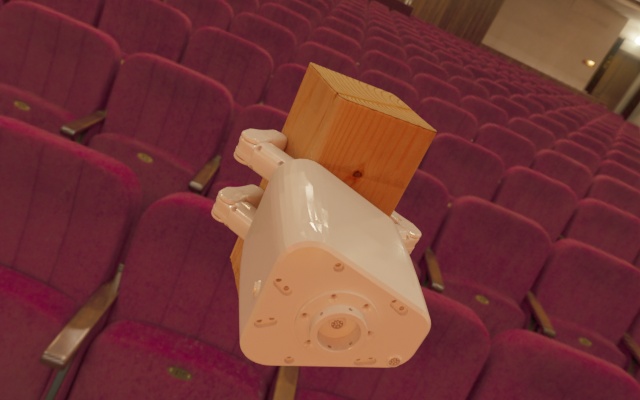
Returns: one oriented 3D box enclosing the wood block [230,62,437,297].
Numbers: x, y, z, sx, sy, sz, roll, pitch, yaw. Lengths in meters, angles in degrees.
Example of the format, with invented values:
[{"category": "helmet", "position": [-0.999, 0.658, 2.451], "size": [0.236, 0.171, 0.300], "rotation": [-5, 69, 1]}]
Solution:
[{"category": "wood block", "position": [0.001, 0.002, 0.423], "size": [0.091, 0.206, 0.090], "rotation": [14, 26, -26]}]
